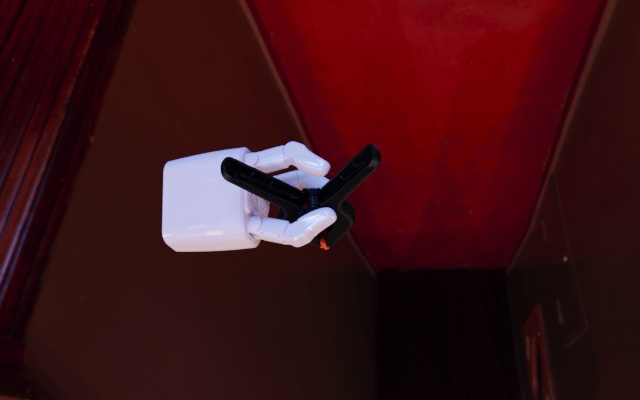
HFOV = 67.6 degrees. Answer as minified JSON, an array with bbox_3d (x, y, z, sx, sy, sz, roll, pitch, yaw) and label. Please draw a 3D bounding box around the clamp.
[{"bbox_3d":[0.000,0.003,0.556,0.164,0.036,0.210,-7,-30,13],"label":"clamp"}]
